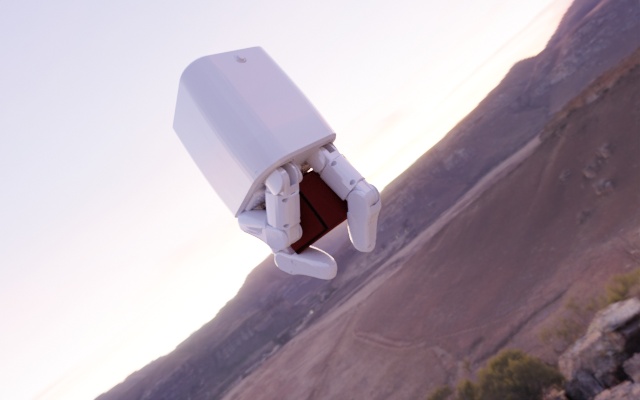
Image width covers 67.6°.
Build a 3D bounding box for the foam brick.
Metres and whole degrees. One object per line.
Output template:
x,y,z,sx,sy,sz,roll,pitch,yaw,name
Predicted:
0.000,0.001,0.428,0.078,0.051,0.053,-32,-8,-47,foam brick
